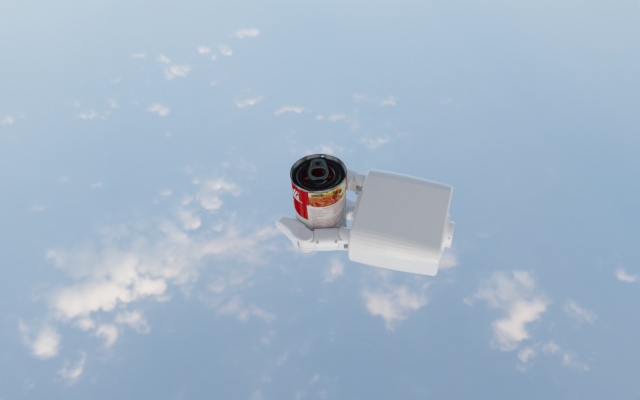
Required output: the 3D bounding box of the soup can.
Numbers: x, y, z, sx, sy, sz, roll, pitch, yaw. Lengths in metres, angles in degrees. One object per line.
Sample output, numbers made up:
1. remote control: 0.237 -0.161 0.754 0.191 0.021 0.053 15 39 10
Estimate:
1. soup can: 0.000 0.002 0.597 0.068 0.068 0.102 -2 -45 2
